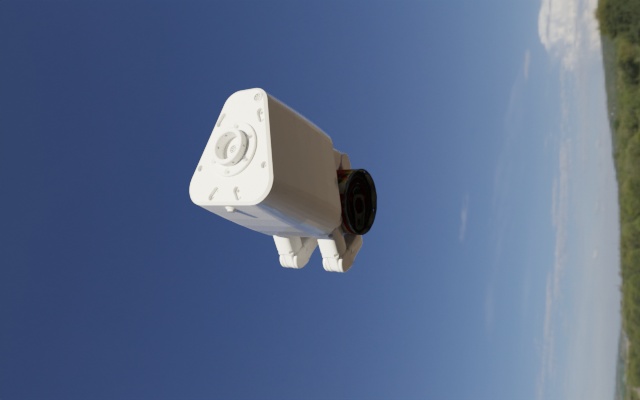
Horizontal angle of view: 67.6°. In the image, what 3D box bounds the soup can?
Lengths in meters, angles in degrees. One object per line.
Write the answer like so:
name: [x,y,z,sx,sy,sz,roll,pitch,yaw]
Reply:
soup can: [0.000,0.002,0.513,0.102,0.068,0.068,0,0,33]
